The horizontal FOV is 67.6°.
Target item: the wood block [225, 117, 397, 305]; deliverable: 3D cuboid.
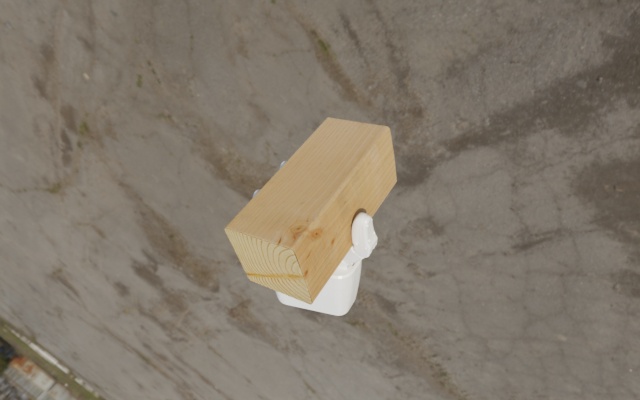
[{"bbox_3d":[0.000,0.002,0.548,0.091,0.090,0.206,15,49,30],"label":"wood block"}]
